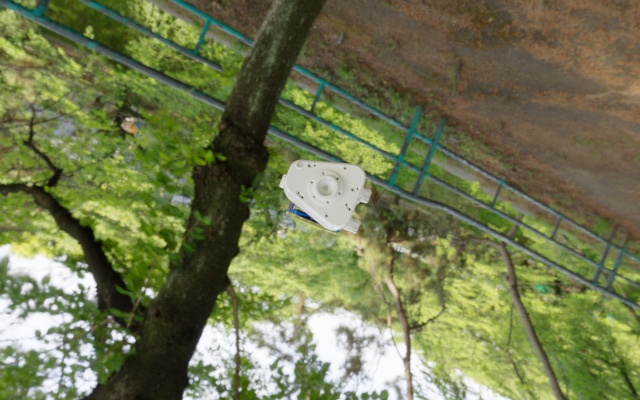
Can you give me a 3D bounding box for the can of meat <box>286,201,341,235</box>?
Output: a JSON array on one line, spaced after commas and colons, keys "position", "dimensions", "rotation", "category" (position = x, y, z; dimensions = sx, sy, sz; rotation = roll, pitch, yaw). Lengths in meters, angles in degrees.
[{"position": [0.000, 0.003, 0.812], "dimensions": [0.102, 0.084, 0.057], "rotation": [22, -5, -5], "category": "can of meat"}]
